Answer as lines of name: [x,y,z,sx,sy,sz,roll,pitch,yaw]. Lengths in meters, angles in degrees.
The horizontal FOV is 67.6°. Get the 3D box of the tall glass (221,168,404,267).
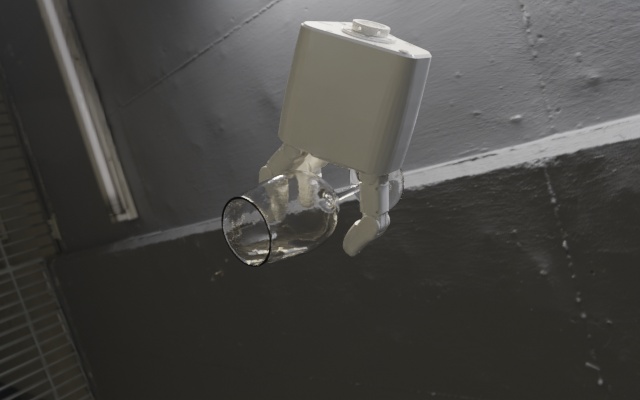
tall glass: [0.001,0.002,0.471,0.079,0.079,0.201,0,15,41]
